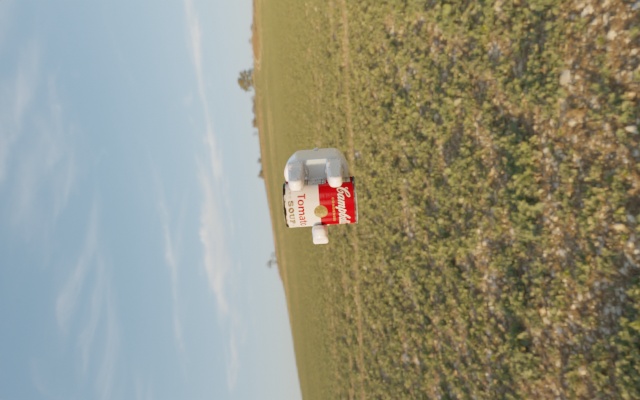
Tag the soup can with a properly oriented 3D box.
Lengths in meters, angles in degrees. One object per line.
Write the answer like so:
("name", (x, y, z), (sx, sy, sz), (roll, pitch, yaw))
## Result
("soup can", (0.000, 0.003, 0.683), (0.102, 0.068, 0.068), (-4, 0, 1))
